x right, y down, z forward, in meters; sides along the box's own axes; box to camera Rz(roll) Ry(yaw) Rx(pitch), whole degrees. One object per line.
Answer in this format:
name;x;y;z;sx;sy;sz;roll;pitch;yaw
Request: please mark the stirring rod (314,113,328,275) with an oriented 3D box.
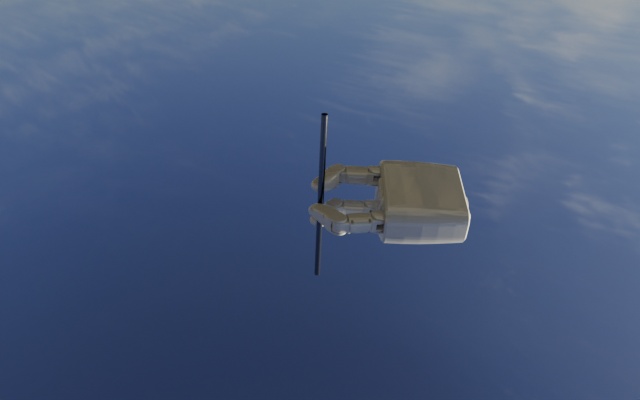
stirring rod;0.000;0.002;0.618;0.011;0.240;0.011;2;32;-1
